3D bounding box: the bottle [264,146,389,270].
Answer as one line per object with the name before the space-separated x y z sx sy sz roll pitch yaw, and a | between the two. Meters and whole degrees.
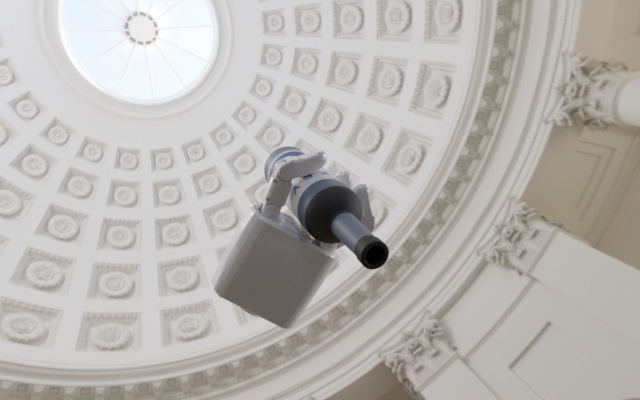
bottle | 0.000 0.002 0.547 0.069 0.069 0.295 0 18 -20
